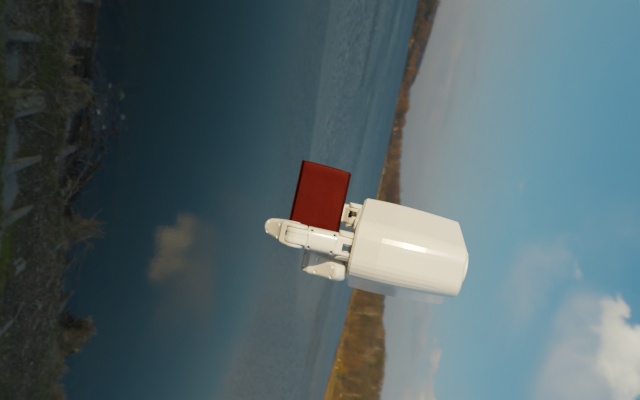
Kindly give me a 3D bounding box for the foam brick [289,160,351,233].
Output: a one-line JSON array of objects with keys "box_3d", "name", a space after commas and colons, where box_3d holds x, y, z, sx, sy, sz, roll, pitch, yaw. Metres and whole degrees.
[{"box_3d": [0.000, 0.001, 0.512, 0.051, 0.078, 0.053, 12, 1, 7], "name": "foam brick"}]
